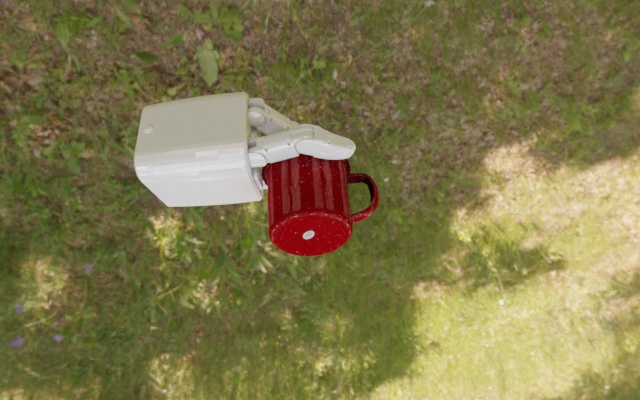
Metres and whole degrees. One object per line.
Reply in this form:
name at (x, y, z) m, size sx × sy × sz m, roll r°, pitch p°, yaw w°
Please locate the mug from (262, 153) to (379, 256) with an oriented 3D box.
mug at (0.002, 0.002, 0.479) m, size 0.117 × 0.081 × 0.093 m, roll -6°, pitch -36°, yaw 0°
